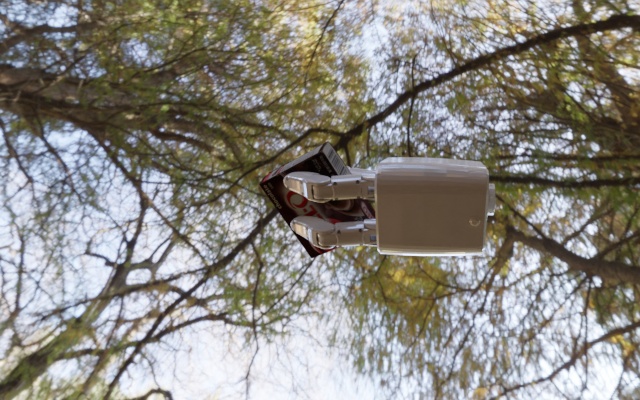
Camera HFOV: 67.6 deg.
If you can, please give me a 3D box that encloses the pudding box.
[{"bbox_3d":[0.000,0.002,0.540,0.090,0.113,0.039,-26,16,27],"label":"pudding box"}]
